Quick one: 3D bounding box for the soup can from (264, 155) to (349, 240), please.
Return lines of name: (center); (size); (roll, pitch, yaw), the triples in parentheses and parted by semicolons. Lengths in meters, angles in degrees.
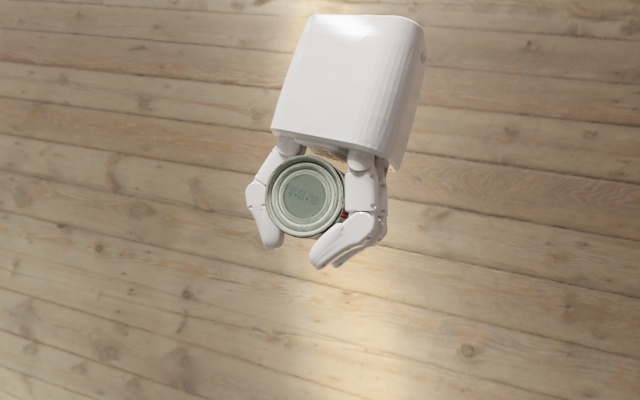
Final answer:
soup can: (0.000, 0.002, 0.420); (0.068, 0.068, 0.102); (0, -6, 16)
